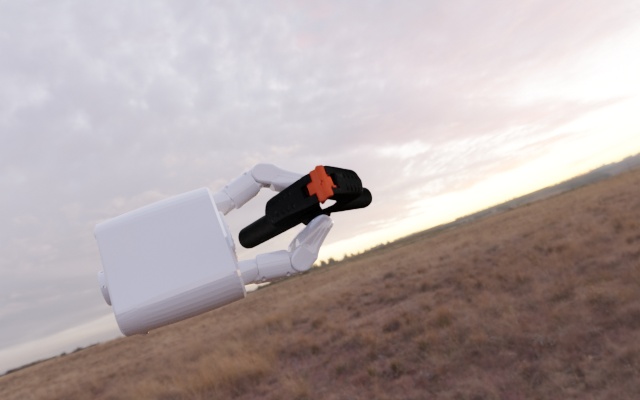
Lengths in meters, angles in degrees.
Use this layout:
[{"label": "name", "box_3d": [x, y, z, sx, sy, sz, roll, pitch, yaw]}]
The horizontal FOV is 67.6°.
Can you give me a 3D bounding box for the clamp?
[{"label": "clamp", "box_3d": [0.000, 0.001, 0.480, 0.164, 0.036, 0.210, -19, -8, -15]}]
